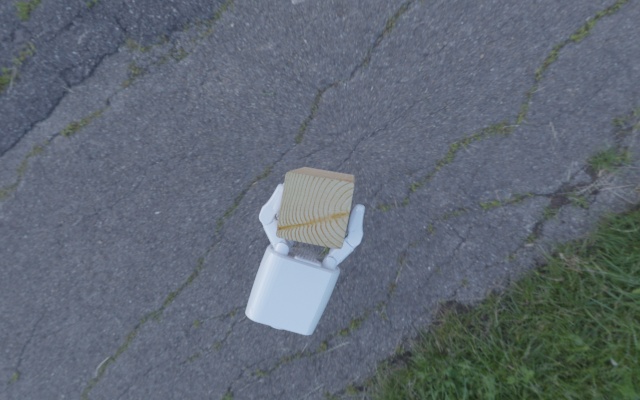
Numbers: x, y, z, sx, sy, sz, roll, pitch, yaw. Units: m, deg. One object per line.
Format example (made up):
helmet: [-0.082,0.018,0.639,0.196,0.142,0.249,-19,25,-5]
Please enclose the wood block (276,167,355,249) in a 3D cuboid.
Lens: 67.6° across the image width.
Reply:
wood block: [0.000,0.003,0.711,0.091,0.090,0.206,11,7,3]
